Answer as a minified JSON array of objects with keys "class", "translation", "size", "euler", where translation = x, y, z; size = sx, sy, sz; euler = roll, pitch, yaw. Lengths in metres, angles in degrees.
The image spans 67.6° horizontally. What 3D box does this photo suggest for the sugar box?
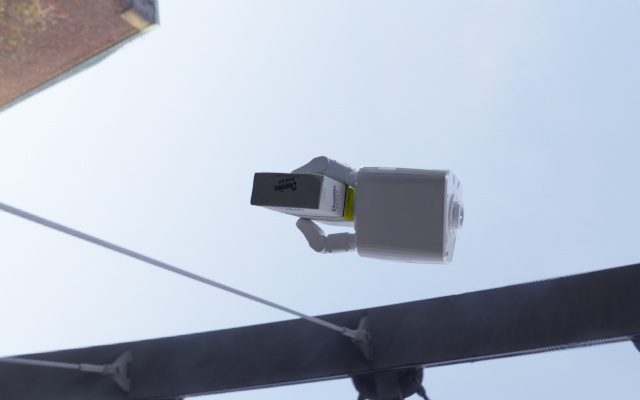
[{"class":"sugar box","translation":[0.000,0.001,0.602],"size":[0.093,0.048,0.176],"euler":[3,-10,27]}]
